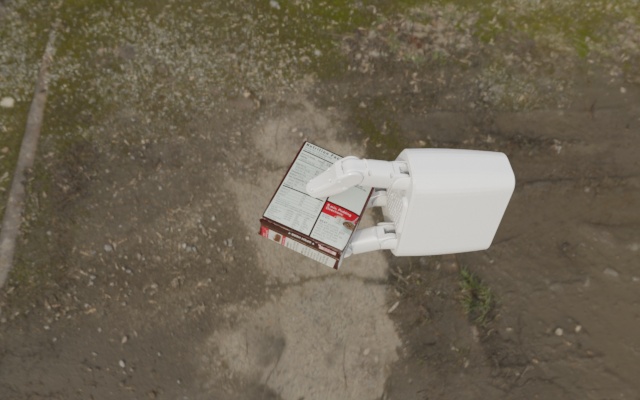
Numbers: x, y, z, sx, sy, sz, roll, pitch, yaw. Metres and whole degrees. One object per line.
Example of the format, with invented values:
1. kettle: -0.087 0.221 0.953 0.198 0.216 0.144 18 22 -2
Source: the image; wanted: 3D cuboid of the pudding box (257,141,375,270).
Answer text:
1. pudding box: 0.000 0.002 0.491 0.090 0.113 0.039 23 -35 6
